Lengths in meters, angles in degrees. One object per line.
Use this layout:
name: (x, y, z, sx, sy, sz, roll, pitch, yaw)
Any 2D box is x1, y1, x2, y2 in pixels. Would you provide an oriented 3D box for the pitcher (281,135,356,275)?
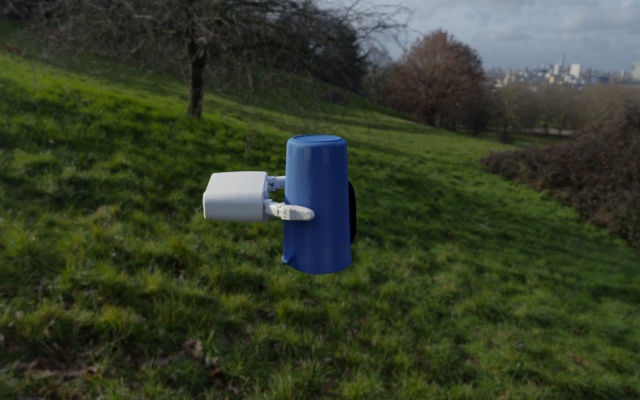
pitcher: (0.000, 0.003, 0.893, 0.145, 0.243, 0.149, 1, 15, 1)
